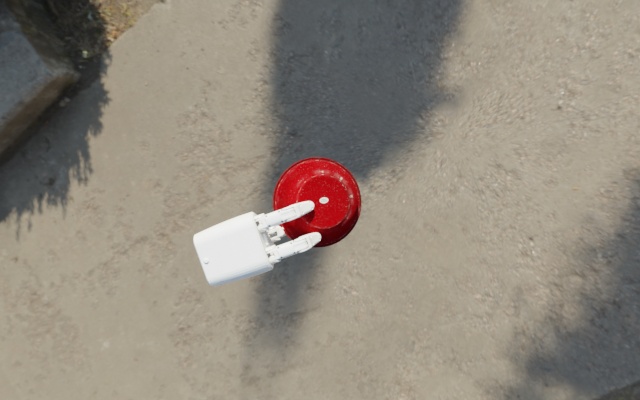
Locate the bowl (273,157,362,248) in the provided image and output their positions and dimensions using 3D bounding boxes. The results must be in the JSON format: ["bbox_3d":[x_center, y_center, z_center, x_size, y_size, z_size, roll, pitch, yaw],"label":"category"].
[{"bbox_3d":[0.001,0.002,0.829,0.162,0.162,0.055,0,-1,-11],"label":"bowl"}]
